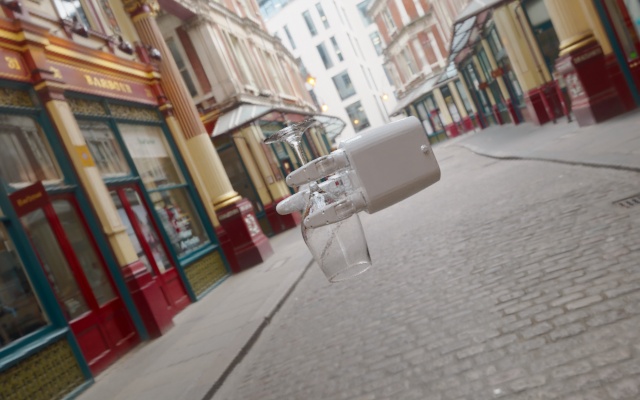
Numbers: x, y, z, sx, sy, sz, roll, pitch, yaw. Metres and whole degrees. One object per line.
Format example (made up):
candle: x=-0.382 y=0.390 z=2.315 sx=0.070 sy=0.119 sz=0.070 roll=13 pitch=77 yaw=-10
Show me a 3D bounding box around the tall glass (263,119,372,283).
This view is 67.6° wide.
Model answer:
tall glass: x=0.000 y=0.001 z=0.615 sx=0.079 sy=0.201 sz=0.079 roll=-23 pitch=2 yaw=1
